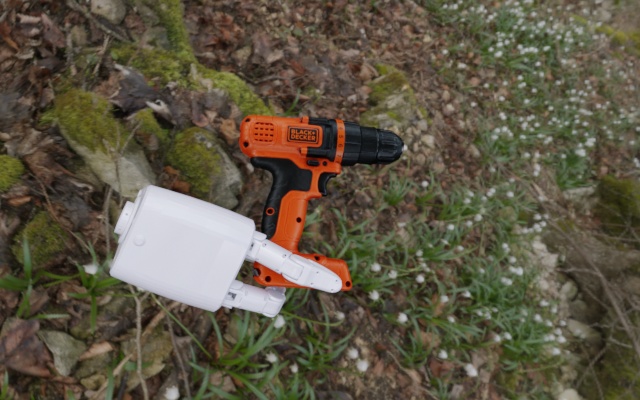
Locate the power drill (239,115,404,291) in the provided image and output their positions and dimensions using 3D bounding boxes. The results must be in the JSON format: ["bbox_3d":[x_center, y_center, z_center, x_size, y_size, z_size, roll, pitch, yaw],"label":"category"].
[{"bbox_3d":[0.000,0.002,0.522,0.184,0.187,0.057,4,-9,-8],"label":"power drill"}]
